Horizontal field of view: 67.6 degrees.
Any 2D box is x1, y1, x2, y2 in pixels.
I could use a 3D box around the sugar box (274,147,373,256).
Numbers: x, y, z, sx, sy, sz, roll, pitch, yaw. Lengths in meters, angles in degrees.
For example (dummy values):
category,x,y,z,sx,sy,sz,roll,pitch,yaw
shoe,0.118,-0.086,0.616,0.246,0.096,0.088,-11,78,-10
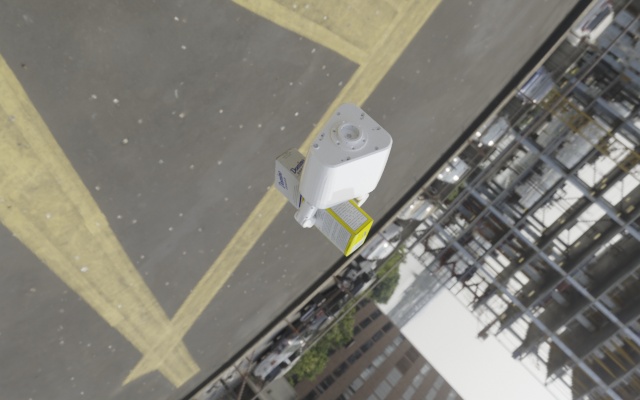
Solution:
category,x,y,z,sx,sy,sz,roll,pitch,yaw
sugar box,0.001,0.002,0.762,0.048,0.176,0.093,-37,-18,-23
